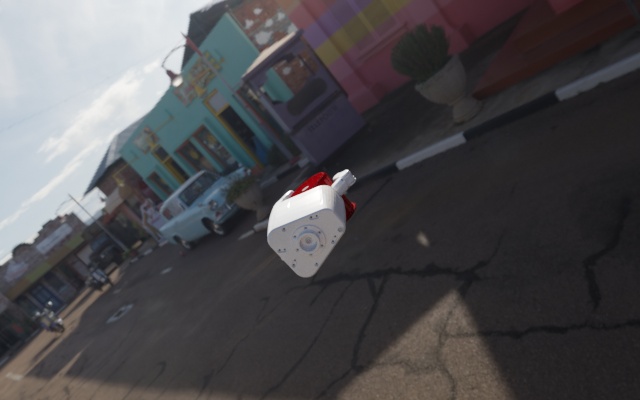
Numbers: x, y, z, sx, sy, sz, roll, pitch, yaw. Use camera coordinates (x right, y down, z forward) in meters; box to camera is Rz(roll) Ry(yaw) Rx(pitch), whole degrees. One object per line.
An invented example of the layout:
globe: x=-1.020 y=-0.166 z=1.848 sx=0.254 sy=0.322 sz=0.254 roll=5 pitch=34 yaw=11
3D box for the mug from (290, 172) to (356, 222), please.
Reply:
mug: x=0.000 y=0.002 z=0.828 sx=0.093 sy=0.081 sz=0.117 roll=-38 pitch=15 yaw=10
